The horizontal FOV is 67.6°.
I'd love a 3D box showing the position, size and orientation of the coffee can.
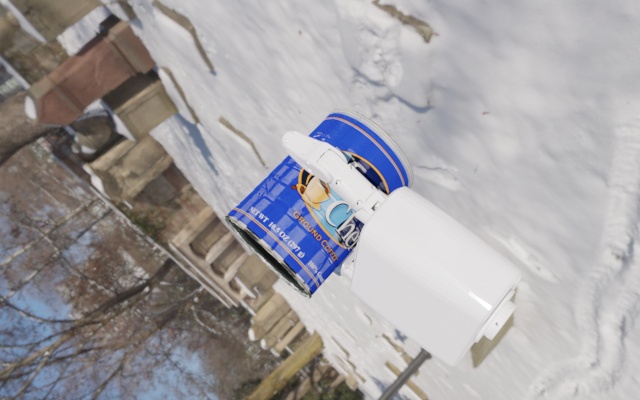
[{"bbox_3d":[0.000,0.001,0.430,0.103,0.140,0.103,40,-15,13],"label":"coffee can"}]
